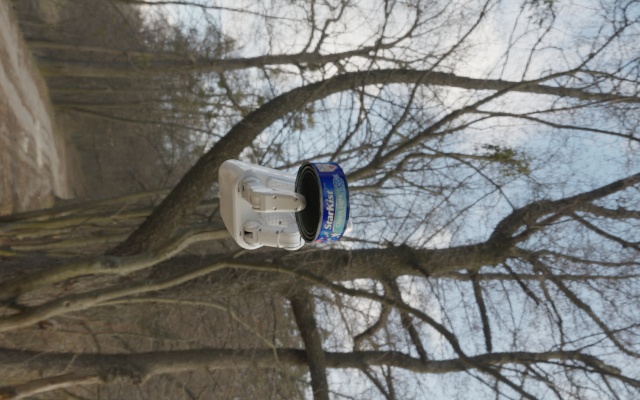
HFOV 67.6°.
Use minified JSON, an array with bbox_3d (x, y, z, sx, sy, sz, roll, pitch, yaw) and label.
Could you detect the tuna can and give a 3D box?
[{"bbox_3d":[0.001,0.002,0.507,0.034,0.086,0.086,-2,1,-20],"label":"tuna can"}]
